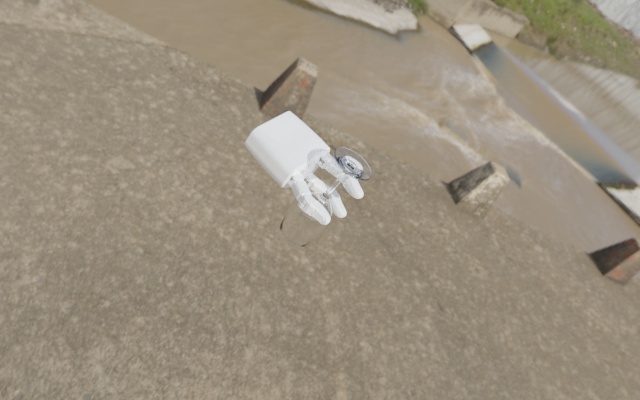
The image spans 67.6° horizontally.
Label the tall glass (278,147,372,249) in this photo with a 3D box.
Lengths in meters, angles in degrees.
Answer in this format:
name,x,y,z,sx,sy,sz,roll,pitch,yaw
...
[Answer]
name,x,y,z,sx,sy,sz,roll,pitch,yaw
tall glass,0.001,0.002,0.833,0.079,0.079,0.201,0,-40,-44
